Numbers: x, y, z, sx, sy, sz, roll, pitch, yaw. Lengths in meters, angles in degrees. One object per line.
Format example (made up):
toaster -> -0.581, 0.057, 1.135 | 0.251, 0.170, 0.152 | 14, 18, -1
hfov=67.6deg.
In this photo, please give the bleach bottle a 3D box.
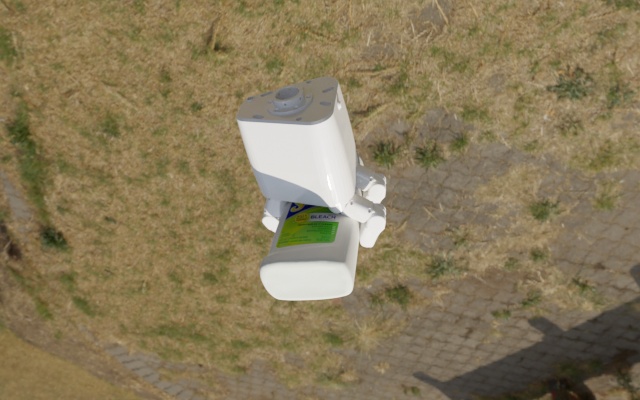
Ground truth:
bleach bottle -> 0.000, 0.002, 0.591 | 0.102, 0.068, 0.250 | -5, 42, 13
